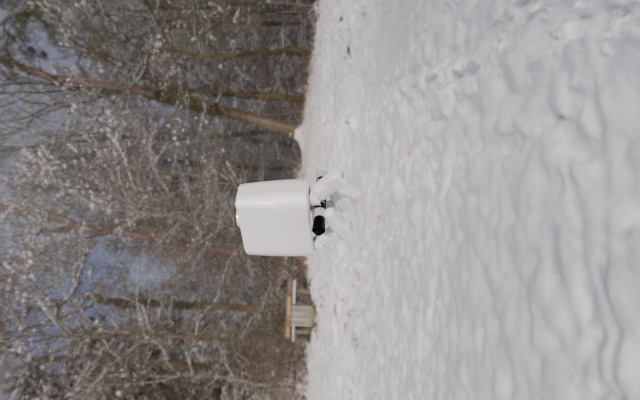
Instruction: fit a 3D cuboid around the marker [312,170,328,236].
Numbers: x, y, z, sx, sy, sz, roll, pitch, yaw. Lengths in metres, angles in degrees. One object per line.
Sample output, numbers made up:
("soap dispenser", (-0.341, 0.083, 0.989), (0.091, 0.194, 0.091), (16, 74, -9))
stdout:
("marker", (0.000, 0.002, 0.696), (0.020, 0.121, 0.020), (2, -43, 2))
